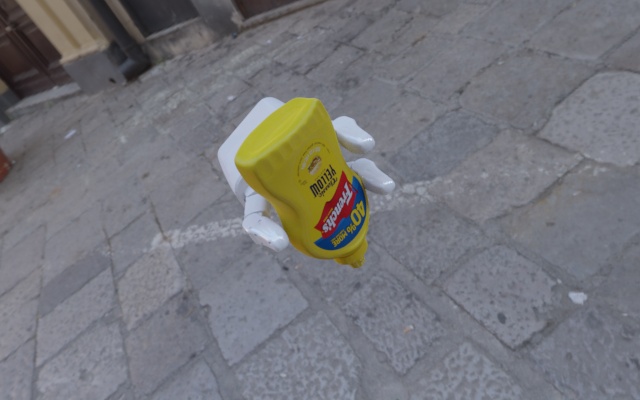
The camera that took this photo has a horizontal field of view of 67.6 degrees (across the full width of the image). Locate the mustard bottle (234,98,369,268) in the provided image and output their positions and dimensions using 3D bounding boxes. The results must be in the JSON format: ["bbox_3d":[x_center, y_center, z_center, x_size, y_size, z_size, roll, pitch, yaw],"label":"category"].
[{"bbox_3d":[0.000,0.001,0.473,0.058,0.192,0.096,13,54,45],"label":"mustard bottle"}]
